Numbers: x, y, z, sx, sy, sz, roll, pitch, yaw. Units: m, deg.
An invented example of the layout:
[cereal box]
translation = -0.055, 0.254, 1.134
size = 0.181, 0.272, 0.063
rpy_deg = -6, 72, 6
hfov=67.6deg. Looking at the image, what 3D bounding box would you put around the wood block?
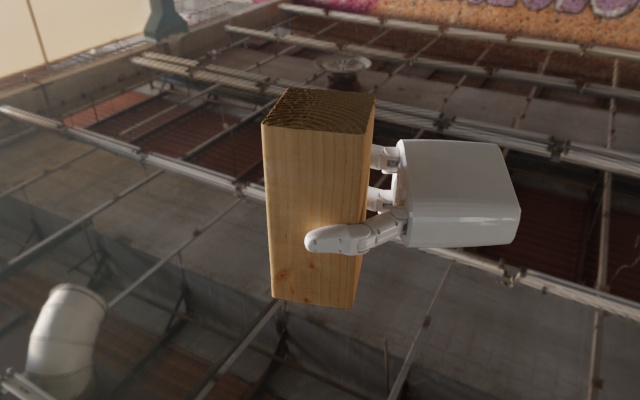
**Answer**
[wood block]
translation = 0.000, 0.002, 0.486
size = 0.090, 0.206, 0.090
rpy_deg = 7, 35, 9
